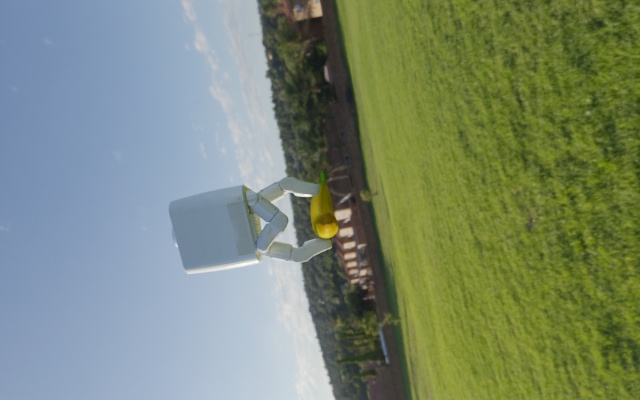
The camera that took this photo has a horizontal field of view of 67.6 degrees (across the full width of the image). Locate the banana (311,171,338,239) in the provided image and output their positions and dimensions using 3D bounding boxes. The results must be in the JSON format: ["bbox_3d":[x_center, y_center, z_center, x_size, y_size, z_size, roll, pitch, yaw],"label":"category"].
[{"bbox_3d":[0.003,0.018,0.713,0.037,0.070,0.197,-10,21,0],"label":"banana"}]
